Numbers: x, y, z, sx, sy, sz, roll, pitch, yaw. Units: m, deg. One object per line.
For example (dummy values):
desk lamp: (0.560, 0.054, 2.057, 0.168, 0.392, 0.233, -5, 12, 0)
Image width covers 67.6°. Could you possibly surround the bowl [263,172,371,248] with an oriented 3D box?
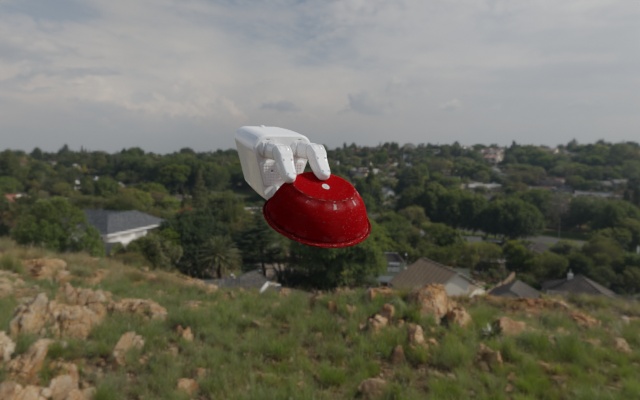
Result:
bowl: (0.001, 0.002, 0.689, 0.162, 0.055, 0.162, 10, 27, -5)
